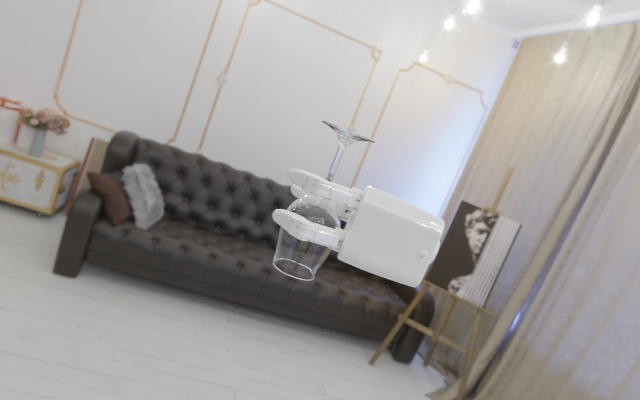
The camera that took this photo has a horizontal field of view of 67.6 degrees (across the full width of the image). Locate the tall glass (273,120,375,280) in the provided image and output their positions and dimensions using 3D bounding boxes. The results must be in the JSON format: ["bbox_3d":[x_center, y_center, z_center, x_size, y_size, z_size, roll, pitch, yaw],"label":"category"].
[{"bbox_3d":[0.000,0.001,0.629,0.079,0.201,0.079,21,9,-3],"label":"tall glass"}]
